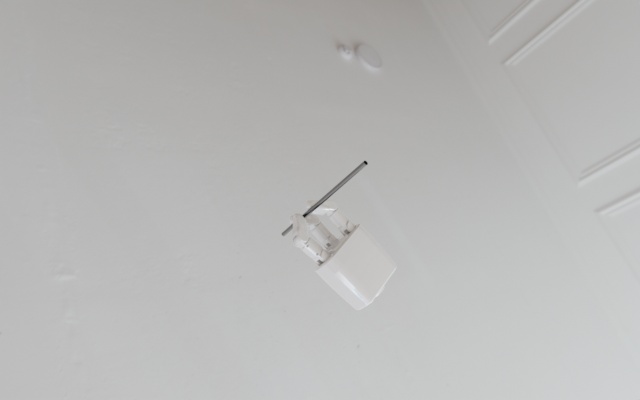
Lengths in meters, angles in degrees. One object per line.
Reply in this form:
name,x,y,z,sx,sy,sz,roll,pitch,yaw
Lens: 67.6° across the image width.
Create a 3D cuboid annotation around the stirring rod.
stirring rod,0.000,0.003,0.804,0.011,0.011,0.240,0,-30,-41
